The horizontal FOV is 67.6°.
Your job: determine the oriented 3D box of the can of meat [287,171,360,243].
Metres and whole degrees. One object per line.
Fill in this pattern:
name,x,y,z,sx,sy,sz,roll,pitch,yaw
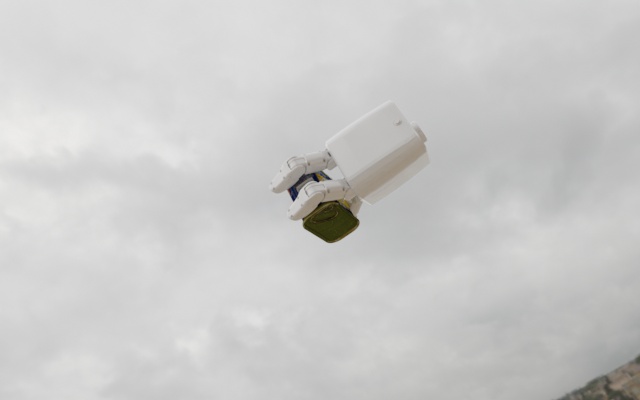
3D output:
can of meat,0.000,0.002,0.671,0.057,0.084,0.102,-36,-33,12
